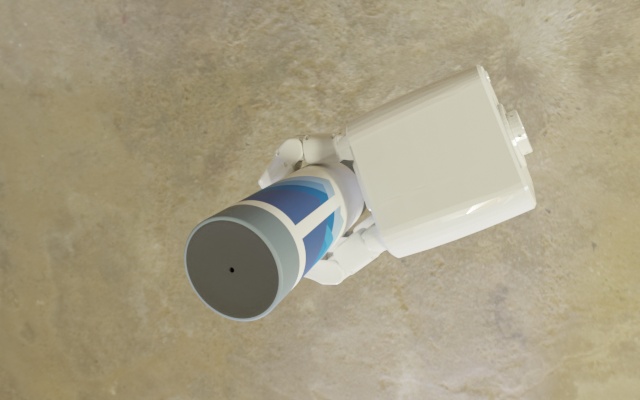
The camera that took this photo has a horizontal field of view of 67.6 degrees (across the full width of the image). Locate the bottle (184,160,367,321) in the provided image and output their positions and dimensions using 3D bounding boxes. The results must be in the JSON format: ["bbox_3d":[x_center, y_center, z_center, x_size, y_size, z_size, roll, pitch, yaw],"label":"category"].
[{"bbox_3d":[0.000,0.001,0.409,0.069,0.069,0.295,0,16,22],"label":"bottle"}]
